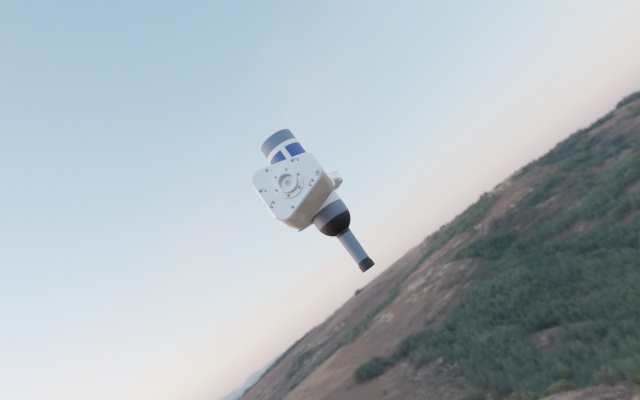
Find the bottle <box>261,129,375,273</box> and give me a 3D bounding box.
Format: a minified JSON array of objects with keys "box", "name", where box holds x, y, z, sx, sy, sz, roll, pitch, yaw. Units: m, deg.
[{"box":[0.000,0.003,0.864,0.069,0.295,0.069,-34,-13,-9],"name":"bottle"}]
